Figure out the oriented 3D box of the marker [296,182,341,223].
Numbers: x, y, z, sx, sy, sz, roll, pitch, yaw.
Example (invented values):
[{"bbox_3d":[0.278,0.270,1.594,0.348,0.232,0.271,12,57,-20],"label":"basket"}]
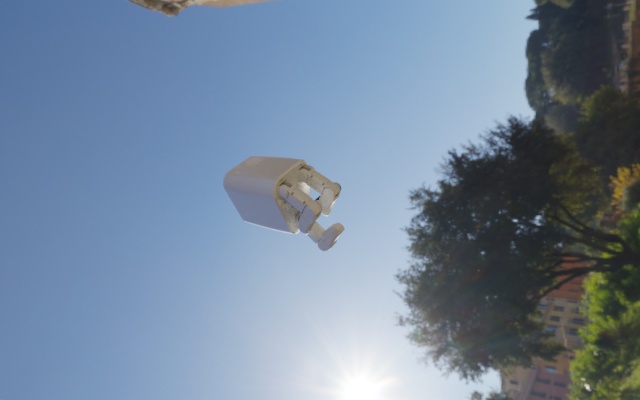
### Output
[{"bbox_3d":[0.000,0.003,0.775,0.020,0.020,0.121,0,28,34],"label":"marker"}]
